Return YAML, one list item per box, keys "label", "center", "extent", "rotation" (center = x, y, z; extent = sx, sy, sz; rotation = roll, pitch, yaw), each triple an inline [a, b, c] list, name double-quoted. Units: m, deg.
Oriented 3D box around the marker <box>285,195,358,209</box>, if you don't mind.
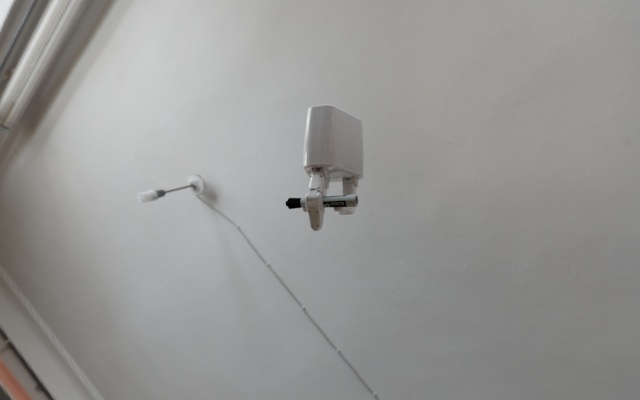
- label: "marker"
  center: [0.000, 0.003, 0.757]
  extent: [0.121, 0.020, 0.020]
  rotation: [-2, -1, 23]
